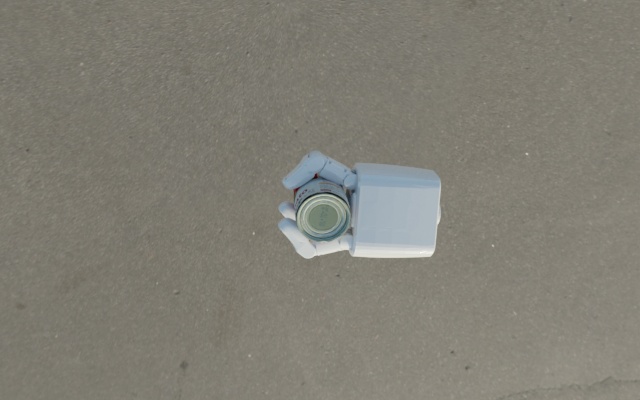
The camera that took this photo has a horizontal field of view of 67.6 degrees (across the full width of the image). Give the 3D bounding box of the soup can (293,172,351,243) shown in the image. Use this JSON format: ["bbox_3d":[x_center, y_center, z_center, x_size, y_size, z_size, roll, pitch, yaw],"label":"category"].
[{"bbox_3d":[0.000,0.002,0.606,0.068,0.068,0.102,0,23,-5],"label":"soup can"}]
